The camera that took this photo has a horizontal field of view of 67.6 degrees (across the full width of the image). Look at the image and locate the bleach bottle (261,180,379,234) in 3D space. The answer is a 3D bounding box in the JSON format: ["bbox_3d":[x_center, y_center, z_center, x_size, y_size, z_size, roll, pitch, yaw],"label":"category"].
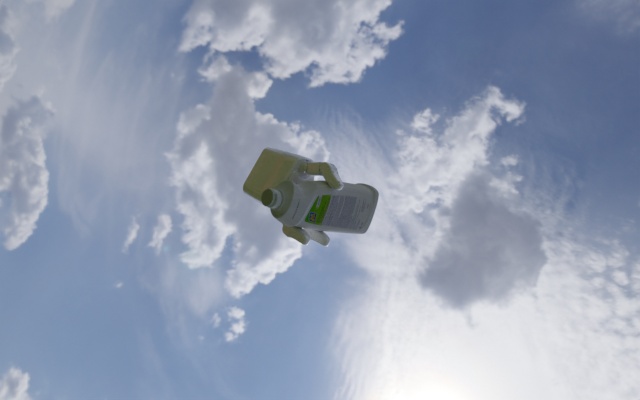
[{"bbox_3d":[0.000,0.003,0.850,0.068,0.102,0.251,21,7,42],"label":"bleach bottle"}]
